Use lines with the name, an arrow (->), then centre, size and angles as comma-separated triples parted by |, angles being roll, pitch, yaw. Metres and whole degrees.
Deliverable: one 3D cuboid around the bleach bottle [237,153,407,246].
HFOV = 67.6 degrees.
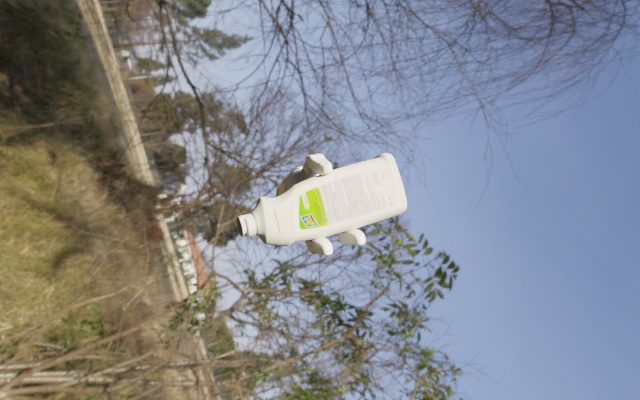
bleach bottle -> 0.000, 0.002, 0.705 | 0.251, 0.102, 0.068 | -13, -8, -22
